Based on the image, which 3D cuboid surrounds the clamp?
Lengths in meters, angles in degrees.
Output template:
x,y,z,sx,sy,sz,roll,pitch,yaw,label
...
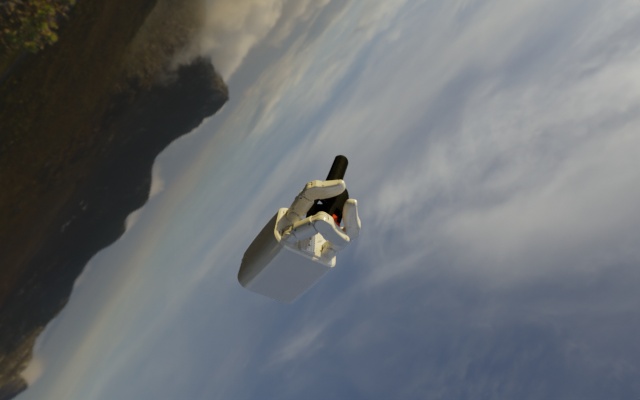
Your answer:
x,y,z,sx,sy,sz,roll,pitch,yaw,label
0.001,0.003,0.757,0.039,0.120,0.171,35,25,-16,clamp
